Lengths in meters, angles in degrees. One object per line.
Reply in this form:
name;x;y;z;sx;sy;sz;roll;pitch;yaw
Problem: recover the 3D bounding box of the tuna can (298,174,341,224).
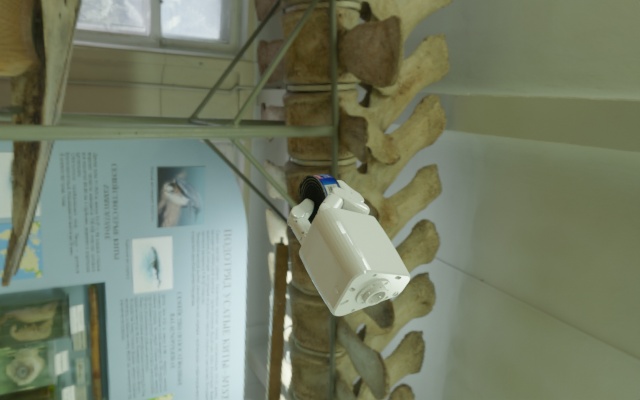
tuna can;0.001;0.002;0.738;0.034;0.086;0.086;-8;4;-31
